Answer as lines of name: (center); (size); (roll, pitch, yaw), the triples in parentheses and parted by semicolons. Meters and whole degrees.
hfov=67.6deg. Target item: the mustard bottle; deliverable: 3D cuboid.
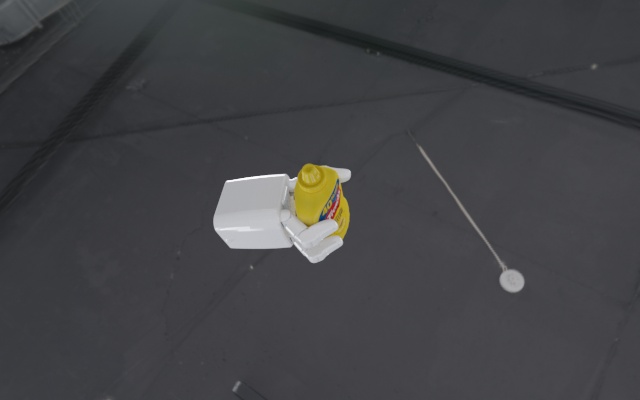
mustard bottle: (0.000, 0.003, 0.738); (0.058, 0.096, 0.192); (19, -24, 21)
